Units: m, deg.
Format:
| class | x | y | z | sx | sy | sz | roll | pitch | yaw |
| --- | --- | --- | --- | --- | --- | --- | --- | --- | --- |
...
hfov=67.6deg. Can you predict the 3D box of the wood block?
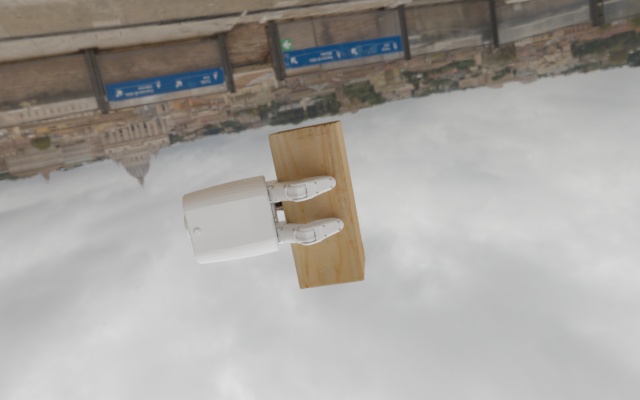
| class | x | y | z | sx | sy | sz | roll | pitch | yaw |
| --- | --- | --- | --- | --- | --- | --- | --- | --- | --- |
| wood block | 0.000 | 0.002 | 0.649 | 0.090 | 0.206 | 0.091 | -9 | 11 | 7 |
